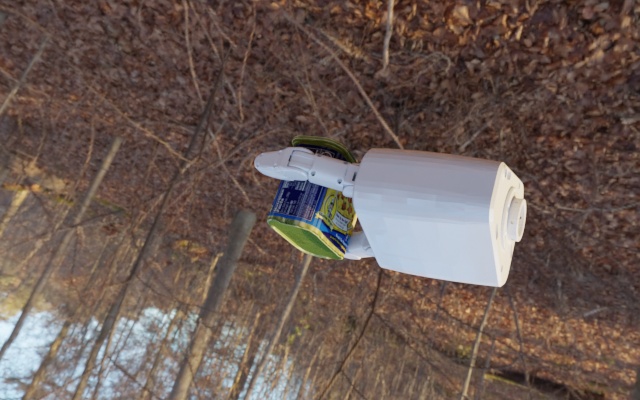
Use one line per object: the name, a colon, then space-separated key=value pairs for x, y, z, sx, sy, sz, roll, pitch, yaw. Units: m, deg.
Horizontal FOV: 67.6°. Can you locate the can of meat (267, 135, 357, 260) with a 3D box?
can of meat: x=0.000 y=0.002 z=0.449 sx=0.057 sy=0.084 sz=0.102 roll=9 pitch=-20 yaw=28
